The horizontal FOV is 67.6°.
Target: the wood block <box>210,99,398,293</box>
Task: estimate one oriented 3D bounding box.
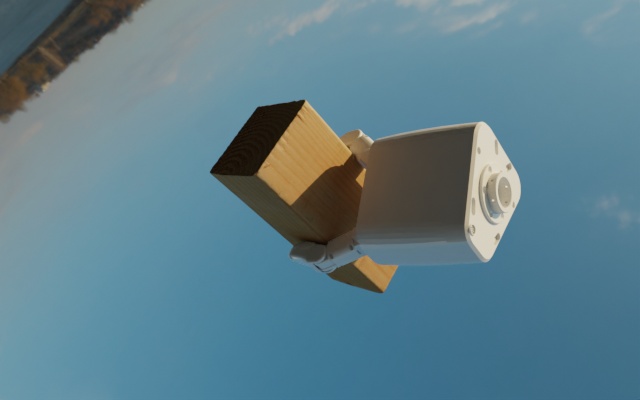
[{"bbox_3d":[0.000,0.002,0.503,0.090,0.090,0.206,7,-31,51],"label":"wood block"}]
